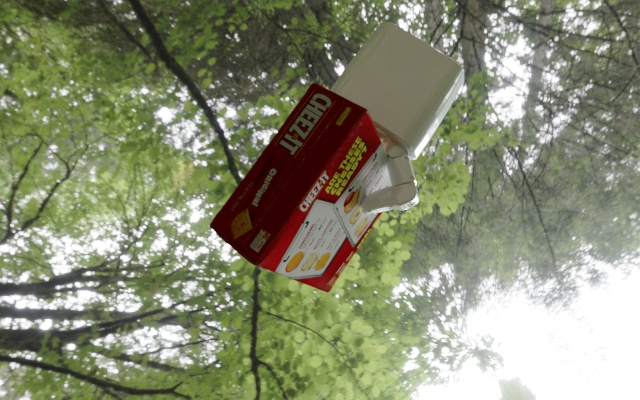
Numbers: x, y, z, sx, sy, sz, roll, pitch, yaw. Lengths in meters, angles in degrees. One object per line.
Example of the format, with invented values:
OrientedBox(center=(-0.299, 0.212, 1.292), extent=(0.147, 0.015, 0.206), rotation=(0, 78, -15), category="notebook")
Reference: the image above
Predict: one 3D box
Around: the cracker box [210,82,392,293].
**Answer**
OrientedBox(center=(0.000, 0.002, 0.507), extent=(0.072, 0.164, 0.214), rotation=(33, -4, 24), category="cracker box")
